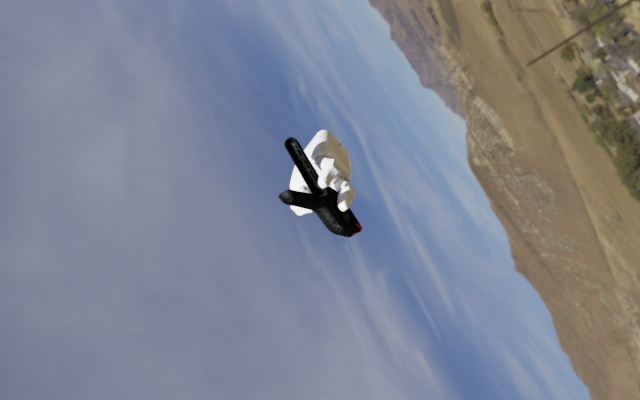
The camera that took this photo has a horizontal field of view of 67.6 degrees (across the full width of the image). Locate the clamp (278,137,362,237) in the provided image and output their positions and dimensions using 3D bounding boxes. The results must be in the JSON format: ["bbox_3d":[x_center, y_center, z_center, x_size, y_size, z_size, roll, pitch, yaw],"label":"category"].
[{"bbox_3d":[0.000,0.003,0.831,0.036,0.210,0.164,-31,27,25],"label":"clamp"}]
